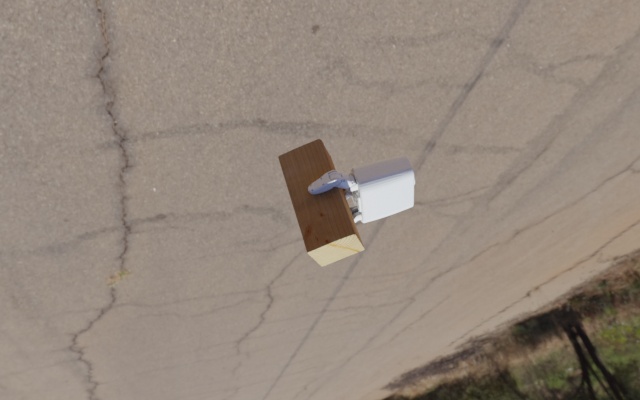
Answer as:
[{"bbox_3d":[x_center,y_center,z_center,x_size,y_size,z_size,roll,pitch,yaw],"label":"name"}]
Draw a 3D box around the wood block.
[{"bbox_3d":[0.000,0.003,0.888,0.090,0.206,0.091,-22,-28,7],"label":"wood block"}]
